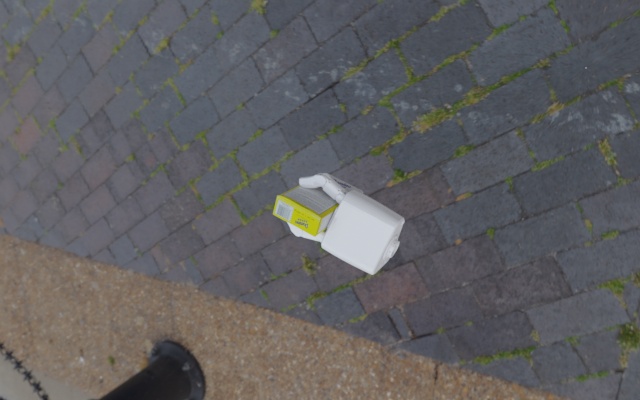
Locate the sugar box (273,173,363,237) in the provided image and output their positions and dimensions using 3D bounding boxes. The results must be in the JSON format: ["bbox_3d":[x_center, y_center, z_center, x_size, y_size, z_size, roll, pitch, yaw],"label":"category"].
[{"bbox_3d":[0.000,0.003,0.884,0.093,0.048,0.176,28,25,21],"label":"sugar box"}]
